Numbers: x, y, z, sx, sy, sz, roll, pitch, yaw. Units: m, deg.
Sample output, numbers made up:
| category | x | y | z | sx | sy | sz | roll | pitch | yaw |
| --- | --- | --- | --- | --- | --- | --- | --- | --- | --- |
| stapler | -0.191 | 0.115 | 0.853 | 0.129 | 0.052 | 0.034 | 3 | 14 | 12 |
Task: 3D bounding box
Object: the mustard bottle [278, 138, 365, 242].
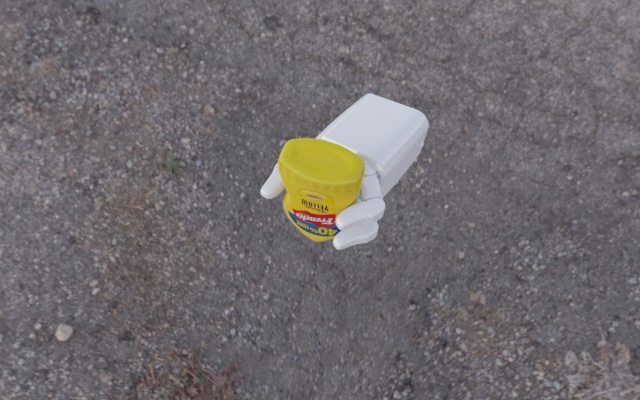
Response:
| category | x | y | z | sx | sy | sz | roll | pitch | yaw |
| --- | --- | --- | --- | --- | --- | --- | --- | --- | --- |
| mustard bottle | 0.000 | 0.002 | 0.604 | 0.096 | 0.058 | 0.192 | 15 | -29 | 7 |
